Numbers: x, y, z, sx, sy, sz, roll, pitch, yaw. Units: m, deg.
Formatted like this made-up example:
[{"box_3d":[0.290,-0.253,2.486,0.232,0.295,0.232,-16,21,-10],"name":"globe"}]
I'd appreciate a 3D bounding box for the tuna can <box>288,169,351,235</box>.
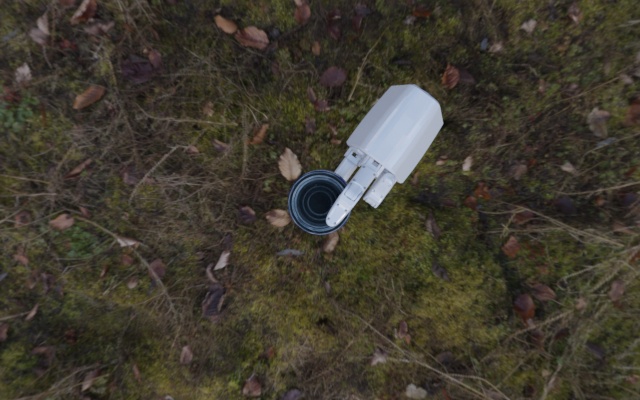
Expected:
[{"box_3d":[0.000,0.002,0.635,0.086,0.086,0.033,0,6,3],"name":"tuna can"}]
